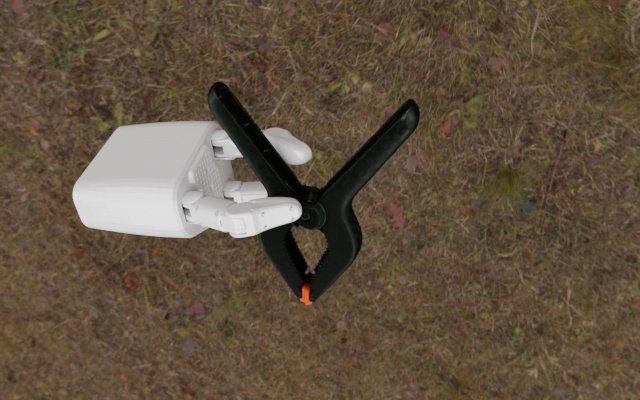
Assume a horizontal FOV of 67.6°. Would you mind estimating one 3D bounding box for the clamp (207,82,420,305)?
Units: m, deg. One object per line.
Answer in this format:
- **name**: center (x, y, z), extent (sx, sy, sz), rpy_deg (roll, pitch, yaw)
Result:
- **clamp**: center (0.000, 0.002, 0.406), extent (0.164, 0.210, 0.036), rpy_deg (2, 30, 14)
